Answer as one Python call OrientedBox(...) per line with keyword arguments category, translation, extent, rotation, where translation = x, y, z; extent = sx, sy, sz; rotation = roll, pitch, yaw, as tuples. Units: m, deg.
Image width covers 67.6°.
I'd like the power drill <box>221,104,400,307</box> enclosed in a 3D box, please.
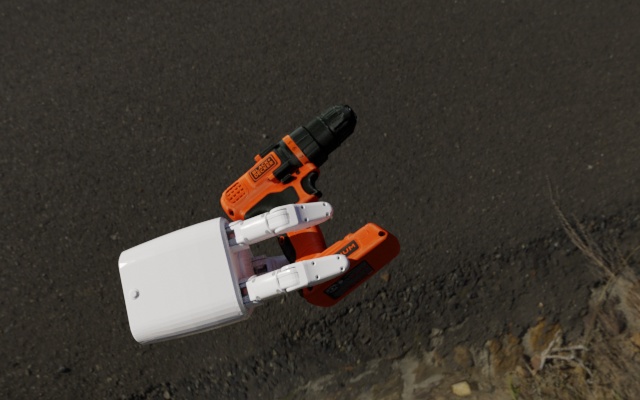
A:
OrientedBox(category="power drill", translation=(0.000, 0.002, 0.507), extent=(0.184, 0.187, 0.057), rotation=(-40, -35, 4))
